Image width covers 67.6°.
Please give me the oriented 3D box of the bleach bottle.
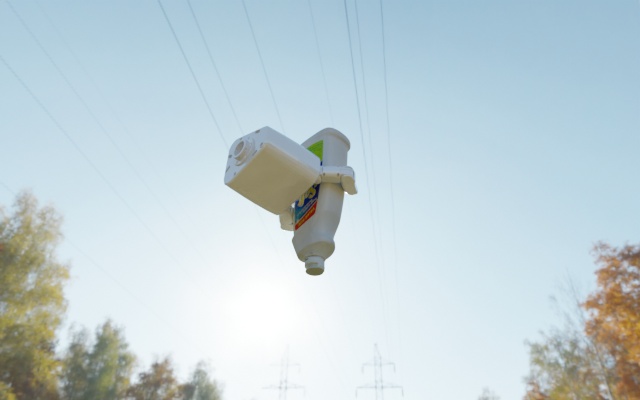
[{"bbox_3d":[0.000,0.003,0.783,0.102,0.250,0.068,-29,-46,35],"label":"bleach bottle"}]
